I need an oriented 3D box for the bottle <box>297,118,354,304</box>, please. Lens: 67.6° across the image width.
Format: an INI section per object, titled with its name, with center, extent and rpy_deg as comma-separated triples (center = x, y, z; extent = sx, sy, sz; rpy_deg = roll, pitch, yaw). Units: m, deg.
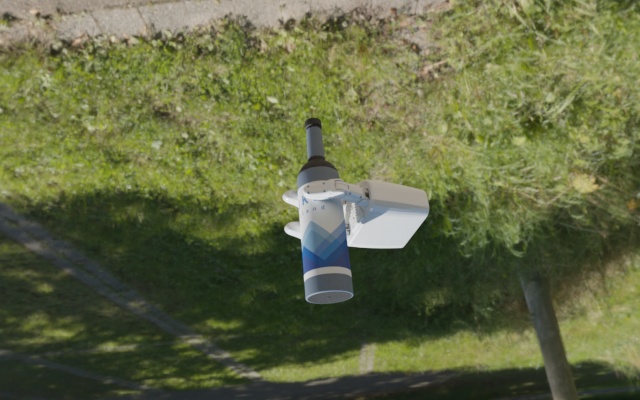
[bottle]
center = 0.000, 0.003, 0.722
extent = 0.069, 0.295, 0.069
rpy_deg = -4, -26, -2
